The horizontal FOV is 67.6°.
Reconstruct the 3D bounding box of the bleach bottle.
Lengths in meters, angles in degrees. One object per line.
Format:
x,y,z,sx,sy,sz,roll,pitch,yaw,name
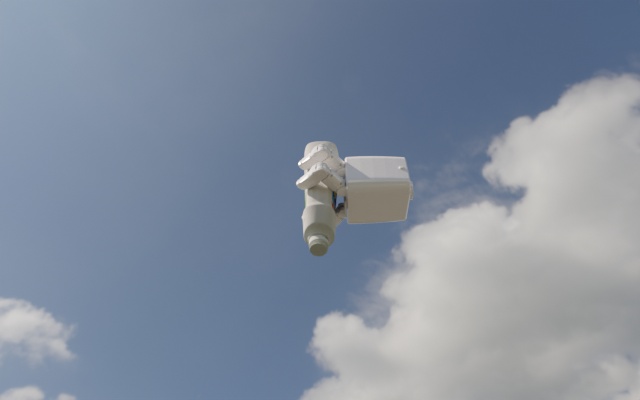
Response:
0.000,0.003,0.829,0.068,0.103,0.250,-2,39,3,bleach bottle
